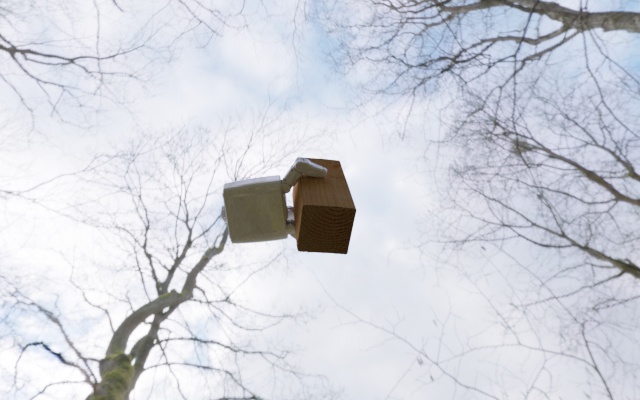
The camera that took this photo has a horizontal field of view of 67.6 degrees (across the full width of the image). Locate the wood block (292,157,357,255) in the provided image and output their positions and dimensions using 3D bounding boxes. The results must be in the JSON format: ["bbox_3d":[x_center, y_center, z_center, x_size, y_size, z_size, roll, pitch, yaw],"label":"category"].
[{"bbox_3d":[0.000,0.002,0.872,0.090,0.091,0.206,4,27,-8],"label":"wood block"}]
